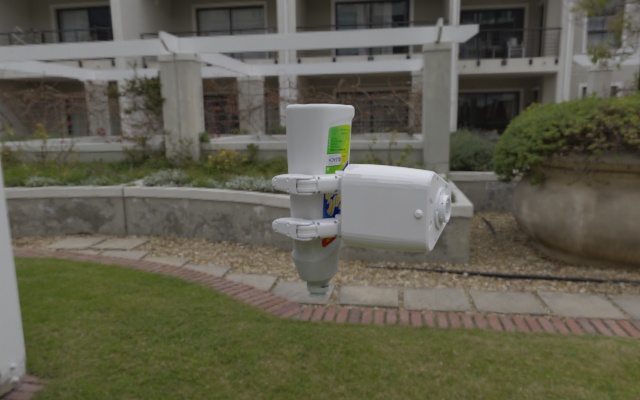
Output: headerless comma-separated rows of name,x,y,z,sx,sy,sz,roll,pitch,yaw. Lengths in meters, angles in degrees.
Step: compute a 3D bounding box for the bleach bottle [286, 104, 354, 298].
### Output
bleach bottle,0.000,0.002,0.629,0.068,0.251,0.102,5,11,28
